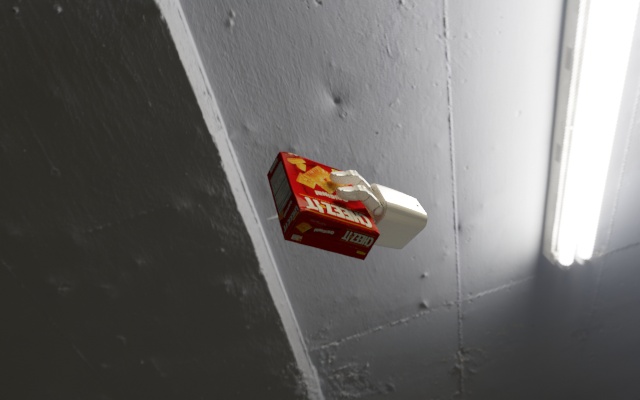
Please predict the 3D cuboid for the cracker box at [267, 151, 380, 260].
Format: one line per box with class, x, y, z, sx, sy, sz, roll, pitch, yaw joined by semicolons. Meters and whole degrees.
cracker box;0.000;0.003;0.896;0.164;0.072;0.213;17;27;-25
